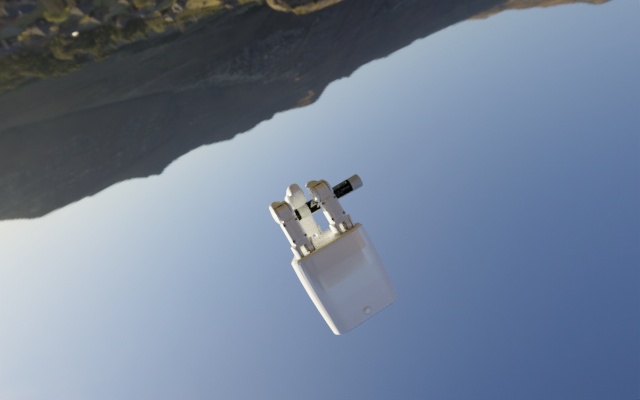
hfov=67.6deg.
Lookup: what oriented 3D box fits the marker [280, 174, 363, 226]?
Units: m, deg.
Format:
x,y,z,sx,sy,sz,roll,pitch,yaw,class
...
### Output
x,y,z,sx,sy,sz,roll,pitch,yaw,class
0.000,0.002,0.624,0.121,0.020,0.020,-30,6,-10,marker
